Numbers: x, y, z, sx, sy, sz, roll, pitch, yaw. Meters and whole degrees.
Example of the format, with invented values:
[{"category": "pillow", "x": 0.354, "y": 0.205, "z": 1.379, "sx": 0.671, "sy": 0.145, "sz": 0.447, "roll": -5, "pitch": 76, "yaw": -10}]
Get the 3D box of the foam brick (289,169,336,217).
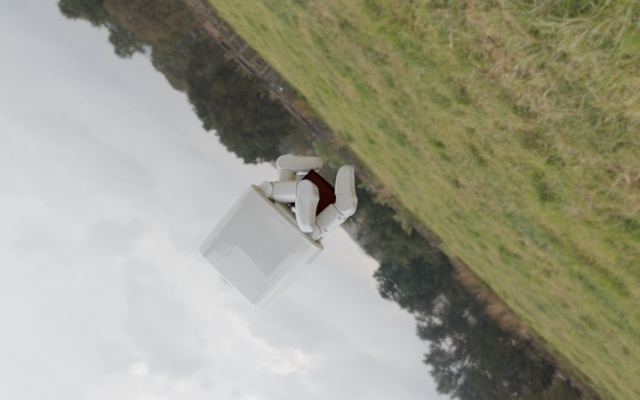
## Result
[{"category": "foam brick", "x": 0.000, "y": 0.002, "z": 0.623, "sx": 0.053, "sy": 0.051, "sz": 0.078, "roll": 44, "pitch": 4, "yaw": 22}]
